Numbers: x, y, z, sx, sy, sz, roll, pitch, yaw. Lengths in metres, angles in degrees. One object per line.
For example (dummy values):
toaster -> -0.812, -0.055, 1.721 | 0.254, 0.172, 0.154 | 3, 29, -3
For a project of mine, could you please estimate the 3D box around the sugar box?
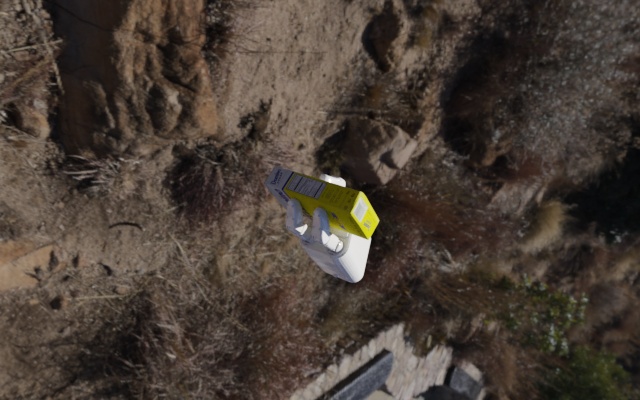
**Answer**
sugar box -> 0.000, 0.003, 0.780 | 0.176, 0.048, 0.093 | 15, -24, 33
